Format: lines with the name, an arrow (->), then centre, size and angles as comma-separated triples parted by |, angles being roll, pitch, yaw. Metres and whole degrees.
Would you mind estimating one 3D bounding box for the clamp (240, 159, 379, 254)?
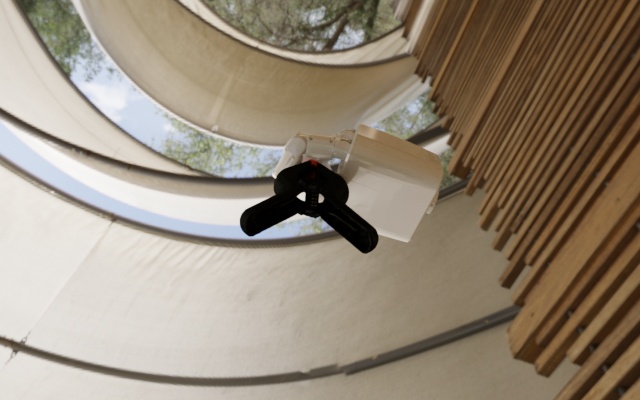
clamp -> 0.000, 0.002, 0.474 | 0.120, 0.039, 0.171 | 18, 26, 2
